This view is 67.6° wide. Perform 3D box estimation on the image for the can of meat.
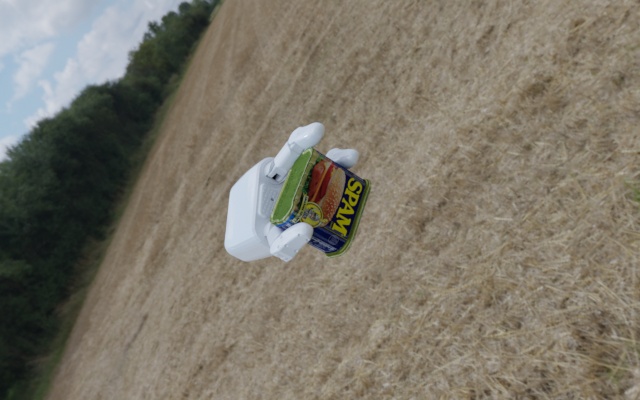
[{"bbox_3d":[0.000,0.002,0.546,0.084,0.102,0.057,30,-25,-21],"label":"can of meat"}]
